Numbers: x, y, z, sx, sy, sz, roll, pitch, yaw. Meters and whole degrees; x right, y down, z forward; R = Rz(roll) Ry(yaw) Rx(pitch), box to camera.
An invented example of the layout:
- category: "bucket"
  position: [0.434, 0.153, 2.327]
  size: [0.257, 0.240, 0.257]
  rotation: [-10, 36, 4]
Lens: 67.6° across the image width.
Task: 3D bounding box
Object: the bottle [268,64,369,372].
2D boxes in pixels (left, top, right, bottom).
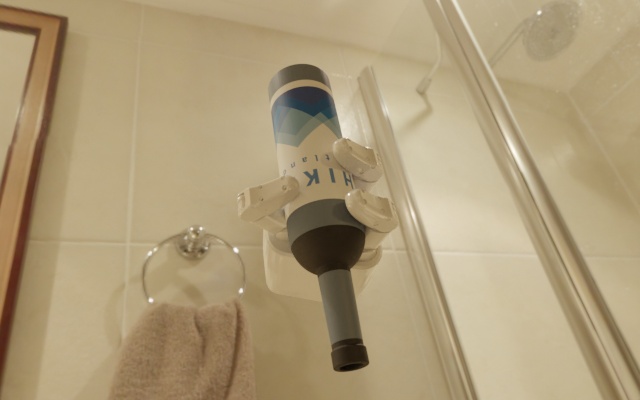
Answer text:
- category: "bottle"
  position: [0.000, 0.001, 0.432]
  size: [0.069, 0.295, 0.069]
  rotation: [-8, -32, -5]
